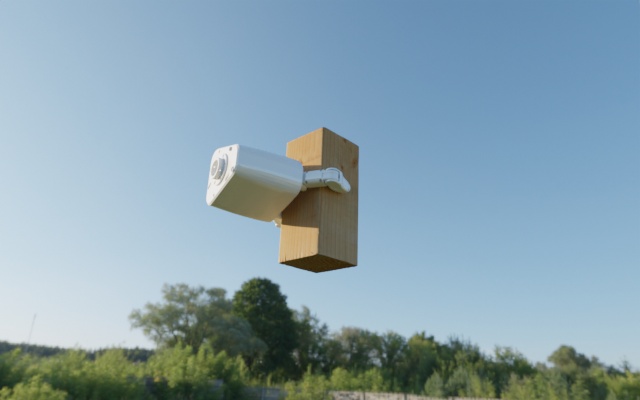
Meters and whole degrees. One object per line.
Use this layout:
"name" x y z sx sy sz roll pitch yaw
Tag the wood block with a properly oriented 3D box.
"wood block" 0.000 0.002 0.763 0.091 0.206 0.090 -17 -28 41
